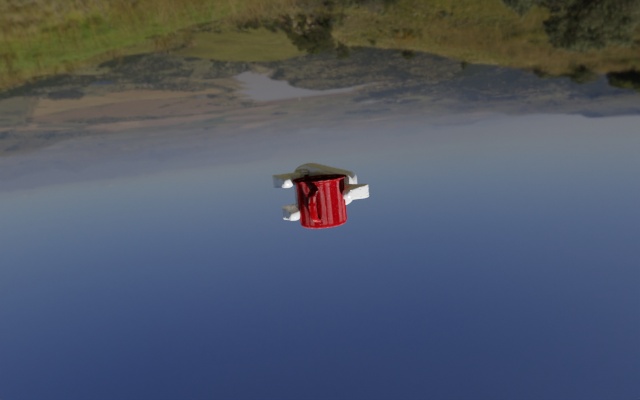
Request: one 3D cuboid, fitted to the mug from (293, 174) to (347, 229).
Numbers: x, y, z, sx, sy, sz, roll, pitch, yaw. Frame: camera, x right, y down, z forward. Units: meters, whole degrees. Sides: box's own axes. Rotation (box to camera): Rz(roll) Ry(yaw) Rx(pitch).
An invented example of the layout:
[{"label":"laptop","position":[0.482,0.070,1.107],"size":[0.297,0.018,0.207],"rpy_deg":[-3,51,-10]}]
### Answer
[{"label":"mug","position":[0.000,0.003,0.809],"size":[0.093,0.081,0.117],"rpy_deg":[-4,9,11]}]
